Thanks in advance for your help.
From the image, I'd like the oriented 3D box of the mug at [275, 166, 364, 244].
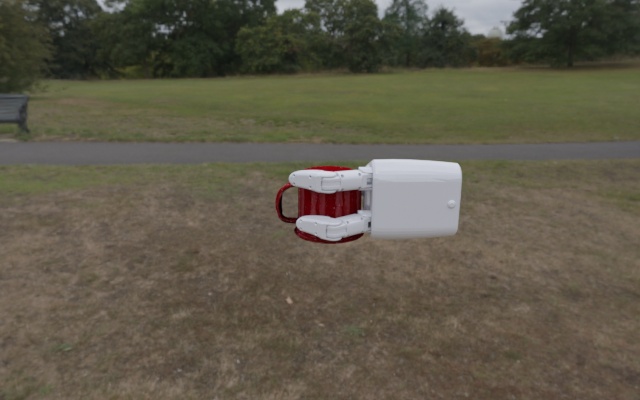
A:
[{"bbox_3d":[-0.001,0.002,0.620,0.117,0.081,0.093,0,16,-1],"label":"mug"}]
